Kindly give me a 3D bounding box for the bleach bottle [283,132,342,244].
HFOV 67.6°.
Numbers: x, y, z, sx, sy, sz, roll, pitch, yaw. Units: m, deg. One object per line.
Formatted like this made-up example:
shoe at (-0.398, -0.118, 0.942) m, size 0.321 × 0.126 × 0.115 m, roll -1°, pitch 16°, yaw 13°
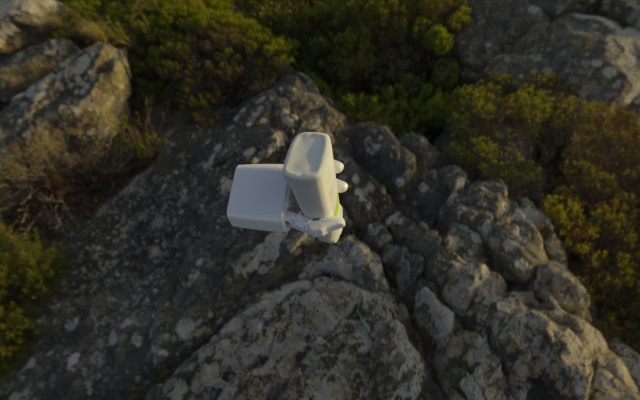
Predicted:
bleach bottle at (0.000, 0.003, 0.826) m, size 0.068 × 0.102 × 0.251 m, roll 3°, pitch -36°, yaw 14°
